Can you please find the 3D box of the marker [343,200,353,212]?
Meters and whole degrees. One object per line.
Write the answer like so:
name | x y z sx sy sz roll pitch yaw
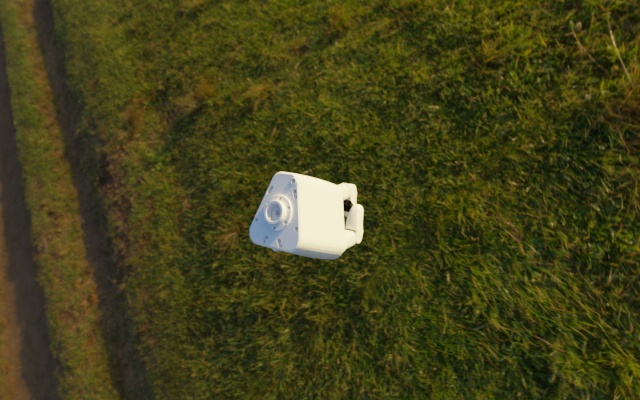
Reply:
marker | 0.000 0.003 0.772 0.121 0.020 0.020 8 5 35
